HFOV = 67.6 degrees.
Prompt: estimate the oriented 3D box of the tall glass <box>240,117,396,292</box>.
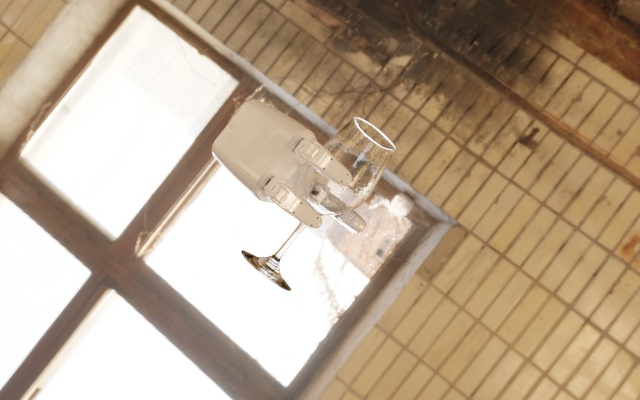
[{"bbox_3d":[0.000,0.002,0.544,0.079,0.201,0.079,39,-1,1],"label":"tall glass"}]
